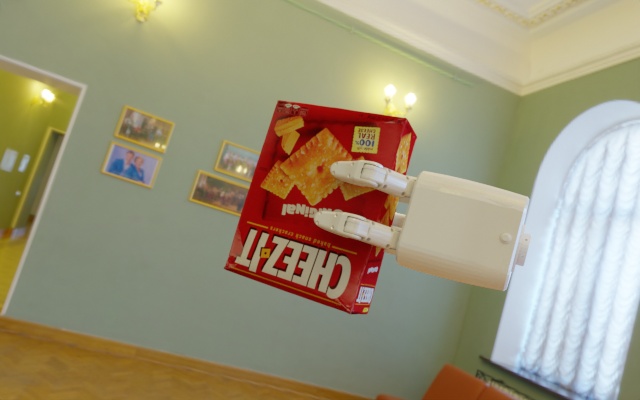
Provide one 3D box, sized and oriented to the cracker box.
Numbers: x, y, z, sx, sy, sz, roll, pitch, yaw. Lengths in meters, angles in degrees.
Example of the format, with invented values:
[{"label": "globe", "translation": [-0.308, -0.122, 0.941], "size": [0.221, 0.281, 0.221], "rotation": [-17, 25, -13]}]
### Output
[{"label": "cracker box", "translation": [0.000, 0.002, 0.546], "size": [0.164, 0.213, 0.072], "rotation": [14, -7, 24]}]
